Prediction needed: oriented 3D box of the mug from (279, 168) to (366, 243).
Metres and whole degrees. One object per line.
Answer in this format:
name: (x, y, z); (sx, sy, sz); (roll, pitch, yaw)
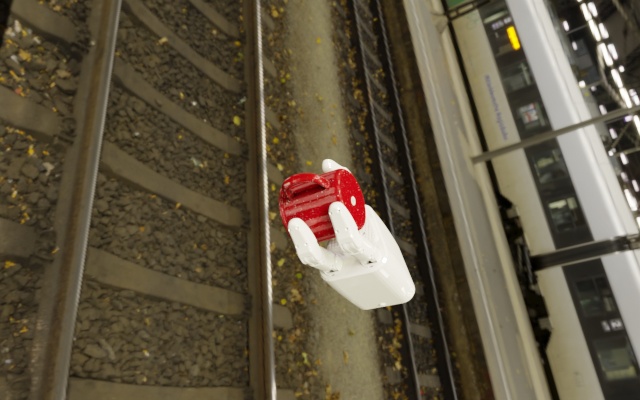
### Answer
mug: (0.000, 0.001, 0.598); (0.081, 0.093, 0.117); (-18, -42, 24)
